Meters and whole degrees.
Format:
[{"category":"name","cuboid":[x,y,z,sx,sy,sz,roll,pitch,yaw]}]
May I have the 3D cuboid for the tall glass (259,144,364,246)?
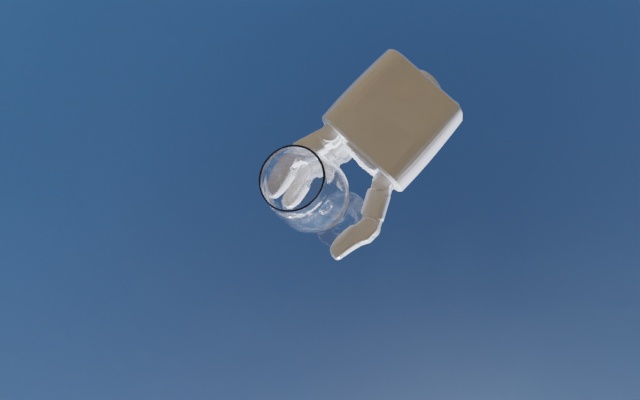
[{"category":"tall glass","cuboid":[0.000,0.002,0.511,0.079,0.079,0.201,0,-12,16]}]
